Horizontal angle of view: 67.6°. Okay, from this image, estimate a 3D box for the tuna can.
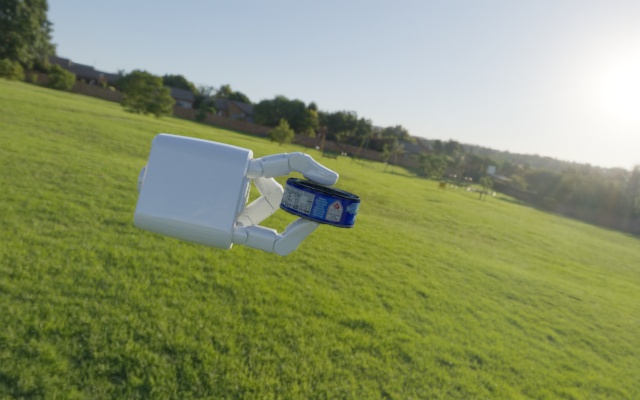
[{"bbox_3d":[0.000,0.001,0.526,0.086,0.034,0.086,16,7,-2],"label":"tuna can"}]
